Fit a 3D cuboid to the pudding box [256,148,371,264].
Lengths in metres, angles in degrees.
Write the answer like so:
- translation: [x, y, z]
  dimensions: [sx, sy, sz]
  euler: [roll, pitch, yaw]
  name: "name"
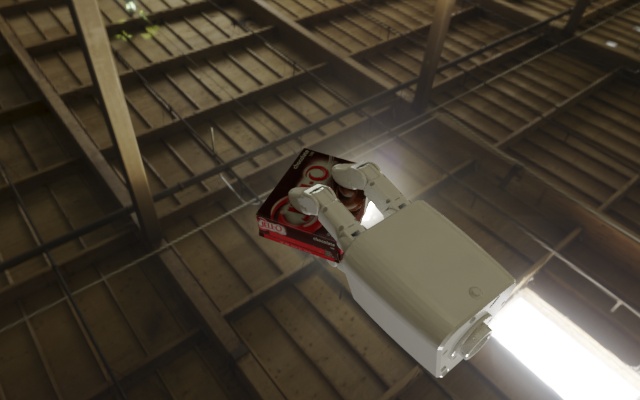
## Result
- translation: [0.000, 0.002, 0.487]
  dimensions: [0.090, 0.039, 0.113]
  euler: [18, 46, 16]
  name: "pudding box"
